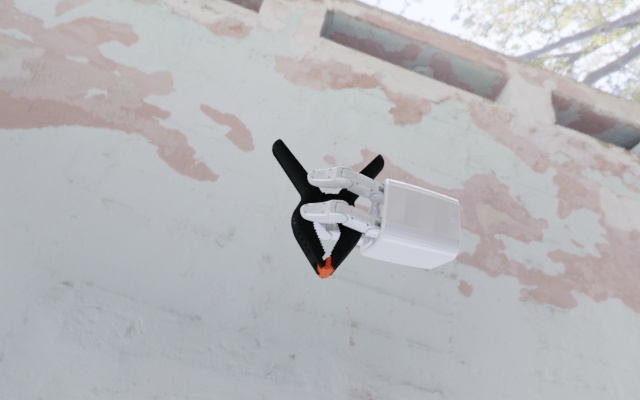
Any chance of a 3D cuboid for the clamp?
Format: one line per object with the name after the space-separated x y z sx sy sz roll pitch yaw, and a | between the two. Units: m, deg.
0.000 0.003 0.642 0.164 0.209 0.036 13 -36 -3 | clamp
